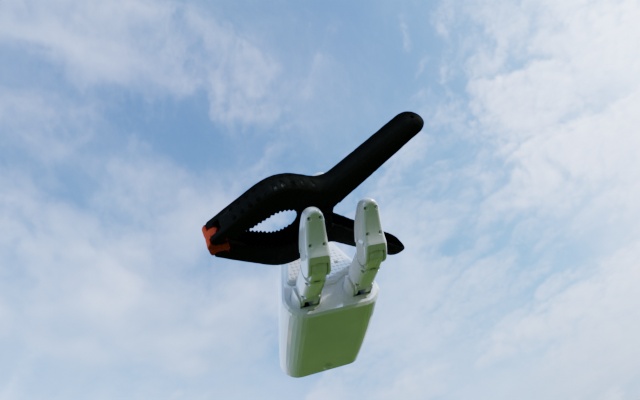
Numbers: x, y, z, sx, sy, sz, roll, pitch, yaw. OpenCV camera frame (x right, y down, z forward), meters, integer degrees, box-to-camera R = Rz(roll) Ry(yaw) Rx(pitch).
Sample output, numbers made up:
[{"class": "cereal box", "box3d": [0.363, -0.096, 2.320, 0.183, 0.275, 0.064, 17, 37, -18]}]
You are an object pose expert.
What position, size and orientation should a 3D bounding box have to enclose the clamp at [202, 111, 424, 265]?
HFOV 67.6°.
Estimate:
[{"class": "clamp", "box3d": [-0.001, 0.001, 0.433, 0.210, 0.165, 0.036, -9, 38, -22]}]
